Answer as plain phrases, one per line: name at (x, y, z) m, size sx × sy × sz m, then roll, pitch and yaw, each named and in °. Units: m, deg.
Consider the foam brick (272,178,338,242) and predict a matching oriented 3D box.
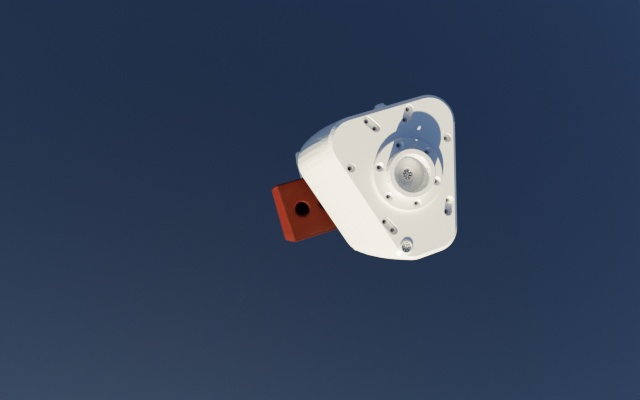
foam brick at (0.000, 0.002, 0.441) m, size 0.078 × 0.053 × 0.051 m, roll -18°, pitch 2°, yaw -11°
